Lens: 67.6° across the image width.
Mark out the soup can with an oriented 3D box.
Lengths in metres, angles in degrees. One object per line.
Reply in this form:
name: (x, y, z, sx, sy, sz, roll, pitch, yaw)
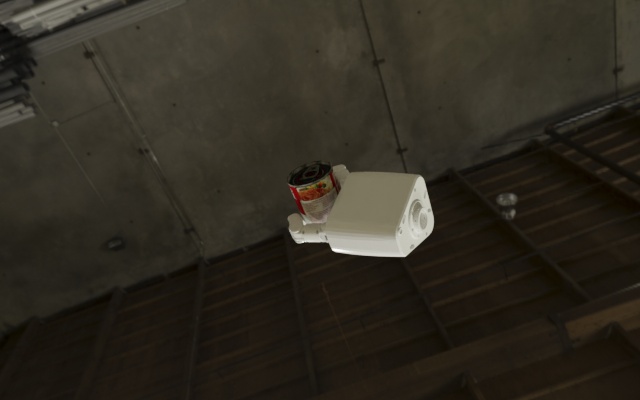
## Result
soup can: (0.000, 0.003, 0.695, 0.068, 0.102, 0.068, -16, 29, 9)
